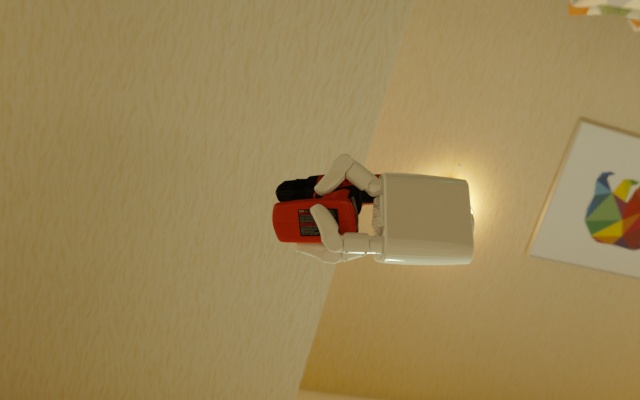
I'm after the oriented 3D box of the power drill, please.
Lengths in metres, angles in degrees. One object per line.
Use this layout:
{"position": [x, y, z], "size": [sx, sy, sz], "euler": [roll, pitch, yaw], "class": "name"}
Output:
{"position": [0.000, 0.002, 0.666], "size": [0.184, 0.057, 0.187], "euler": [-4, 15, 17], "class": "power drill"}
